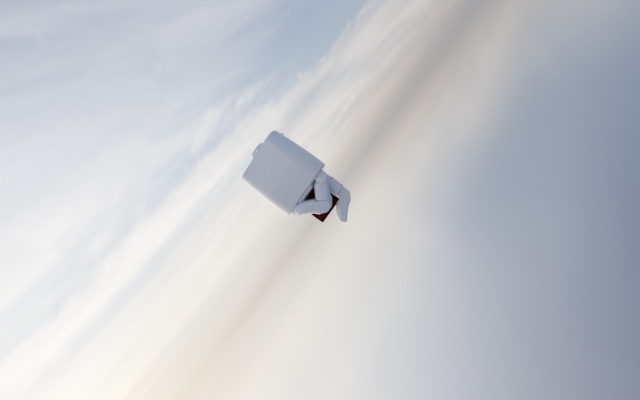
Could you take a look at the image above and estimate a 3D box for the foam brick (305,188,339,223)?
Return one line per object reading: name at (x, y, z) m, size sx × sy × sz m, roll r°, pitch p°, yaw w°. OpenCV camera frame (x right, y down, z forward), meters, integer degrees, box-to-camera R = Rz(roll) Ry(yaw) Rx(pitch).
foam brick at (0.000, 0.003, 0.884) m, size 0.051 × 0.053 × 0.078 m, roll 36°, pitch 3°, yaw 1°
